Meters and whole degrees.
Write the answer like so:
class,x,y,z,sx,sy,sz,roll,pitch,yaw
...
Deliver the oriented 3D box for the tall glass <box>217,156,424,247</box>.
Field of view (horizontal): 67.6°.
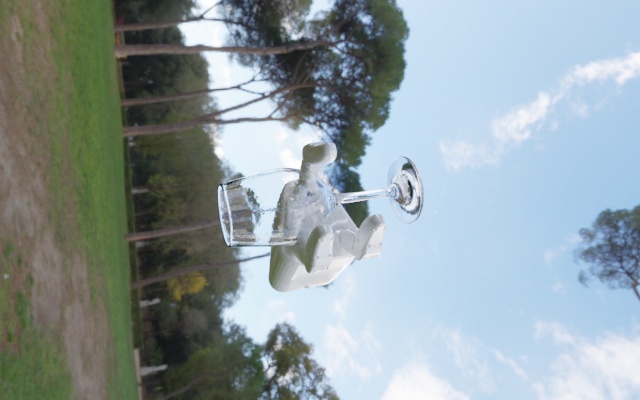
class,x,y,z,sx,sy,sz,roll,pitch,yaw
tall glass,0.001,0.001,0.489,0.201,0.079,0.079,-8,3,-20
